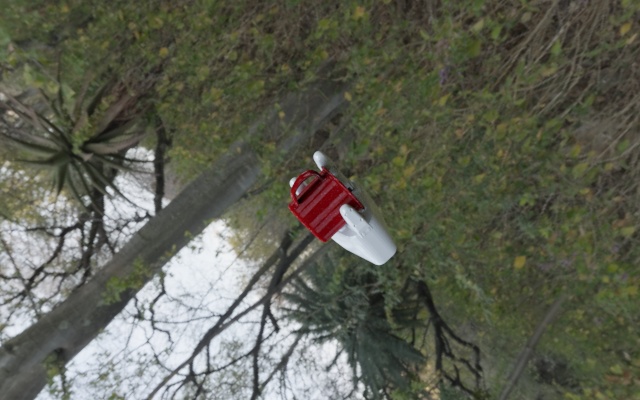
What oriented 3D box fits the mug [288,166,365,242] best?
[{"bbox_3d":[-0.001,0.002,0.713,0.117,0.081,0.093,45,-1,-42],"label":"mug"}]
